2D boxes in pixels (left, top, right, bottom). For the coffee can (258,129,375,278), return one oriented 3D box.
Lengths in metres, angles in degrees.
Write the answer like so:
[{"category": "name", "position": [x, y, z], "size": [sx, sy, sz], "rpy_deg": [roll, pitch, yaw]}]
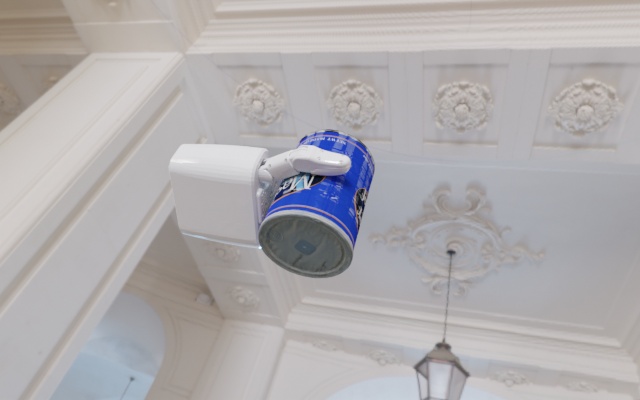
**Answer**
[{"category": "coffee can", "position": [0.000, 0.002, 0.544], "size": [0.103, 0.103, 0.140], "rpy_deg": [0, 44, 20]}]
